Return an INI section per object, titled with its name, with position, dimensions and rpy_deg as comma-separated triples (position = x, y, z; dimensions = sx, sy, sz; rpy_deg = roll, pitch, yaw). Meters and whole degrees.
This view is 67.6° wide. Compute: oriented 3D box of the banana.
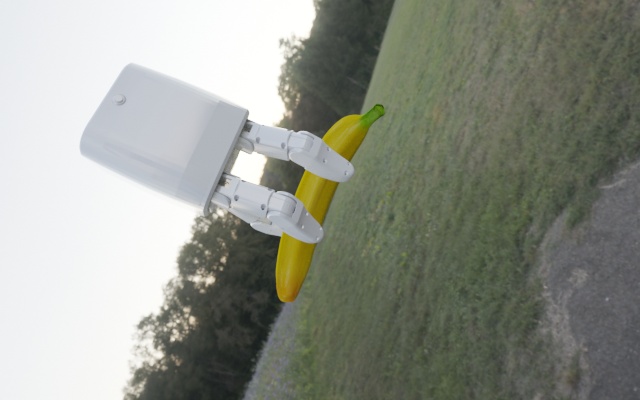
[banana]
position = -0.003, -0.003, 0.454
dimensions = 0.037, 0.198, 0.069
rpy_deg = 25, -2, -13
